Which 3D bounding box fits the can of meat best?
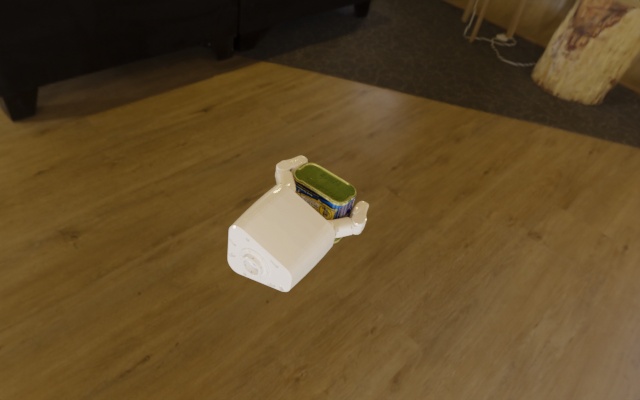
[{"bbox_3d":[0.000,0.002,0.727,0.102,0.084,0.057,32,46,19],"label":"can of meat"}]
